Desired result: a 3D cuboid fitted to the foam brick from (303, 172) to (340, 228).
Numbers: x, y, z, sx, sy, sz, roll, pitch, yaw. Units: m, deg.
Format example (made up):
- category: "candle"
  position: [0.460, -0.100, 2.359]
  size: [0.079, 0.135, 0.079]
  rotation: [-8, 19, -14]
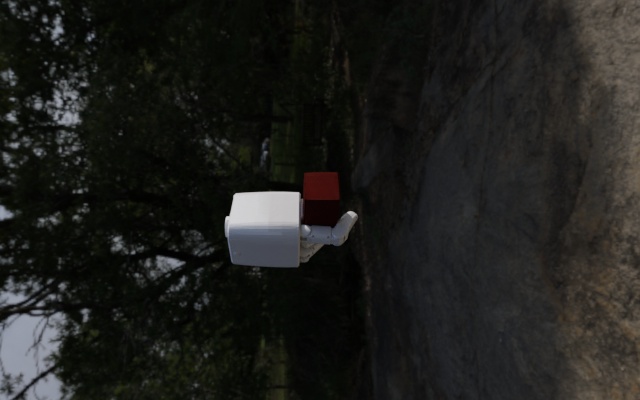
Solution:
- category: "foam brick"
  position: [0.000, 0.002, 0.704]
  size: [0.051, 0.053, 0.078]
  rotation: [1, -38, -3]
